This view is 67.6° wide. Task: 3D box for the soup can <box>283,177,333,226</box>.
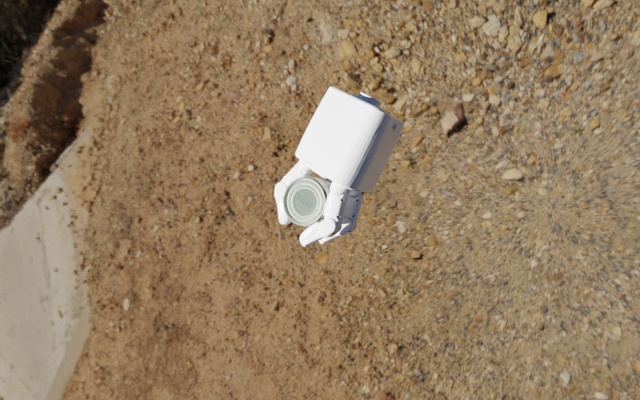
[{"bbox_3d":[0.000,0.003,0.677,0.068,0.068,0.102,0,-1,26],"label":"soup can"}]
